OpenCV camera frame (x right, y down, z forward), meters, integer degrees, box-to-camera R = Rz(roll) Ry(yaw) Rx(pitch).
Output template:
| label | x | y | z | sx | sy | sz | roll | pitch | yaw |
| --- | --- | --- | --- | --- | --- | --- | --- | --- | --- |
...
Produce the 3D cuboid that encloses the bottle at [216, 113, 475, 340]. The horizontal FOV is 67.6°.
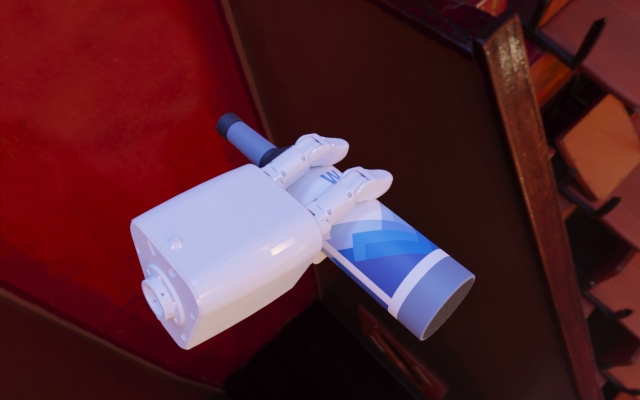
| label | x | y | z | sx | sy | sz | roll | pitch | yaw |
| --- | --- | --- | --- | --- | --- | --- | --- | --- | --- |
| bottle | 0.000 | 0.002 | 0.442 | 0.295 | 0.069 | 0.069 | 40 | 21 | 27 |
